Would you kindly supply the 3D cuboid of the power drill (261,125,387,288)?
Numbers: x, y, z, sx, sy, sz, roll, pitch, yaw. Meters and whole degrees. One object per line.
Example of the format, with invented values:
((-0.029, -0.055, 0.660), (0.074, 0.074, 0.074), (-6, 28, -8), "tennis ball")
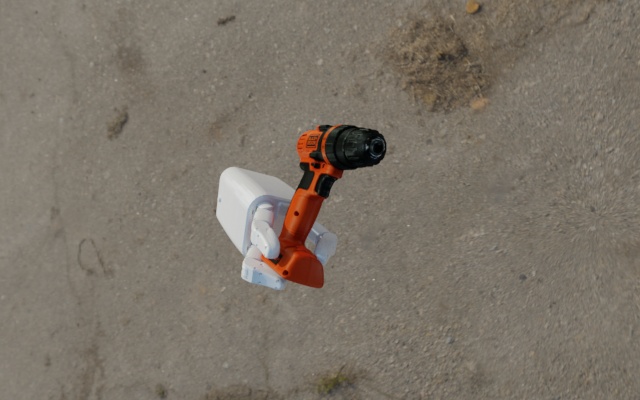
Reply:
((0.000, 0.002, 0.558), (0.057, 0.187, 0.184), (21, -2, -22), "power drill")
